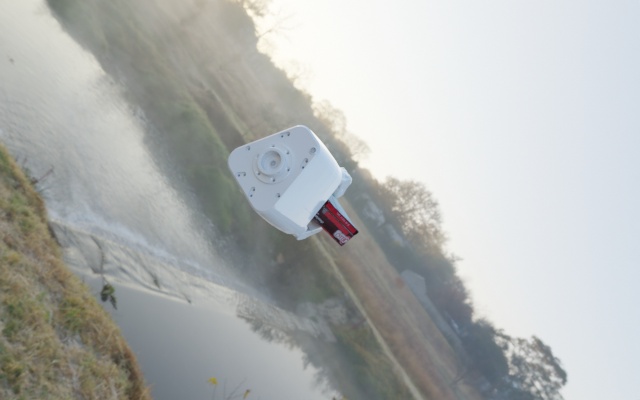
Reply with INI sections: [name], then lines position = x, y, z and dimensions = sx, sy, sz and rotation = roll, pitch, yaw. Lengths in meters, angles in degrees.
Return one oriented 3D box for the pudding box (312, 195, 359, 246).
[pudding box]
position = 0.000, 0.002, 0.693
dimensions = 0.090, 0.039, 0.113
rotation = 47, 9, -41
